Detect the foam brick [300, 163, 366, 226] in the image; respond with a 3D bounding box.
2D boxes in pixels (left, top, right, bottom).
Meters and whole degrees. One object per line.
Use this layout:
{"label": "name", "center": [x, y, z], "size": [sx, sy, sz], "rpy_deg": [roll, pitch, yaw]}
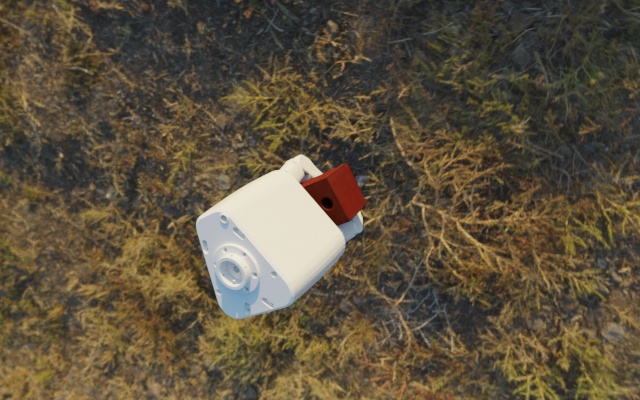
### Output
{"label": "foam brick", "center": [0.000, 0.001, 0.520], "size": [0.078, 0.053, 0.051], "rpy_deg": [-22, 9, 33]}
